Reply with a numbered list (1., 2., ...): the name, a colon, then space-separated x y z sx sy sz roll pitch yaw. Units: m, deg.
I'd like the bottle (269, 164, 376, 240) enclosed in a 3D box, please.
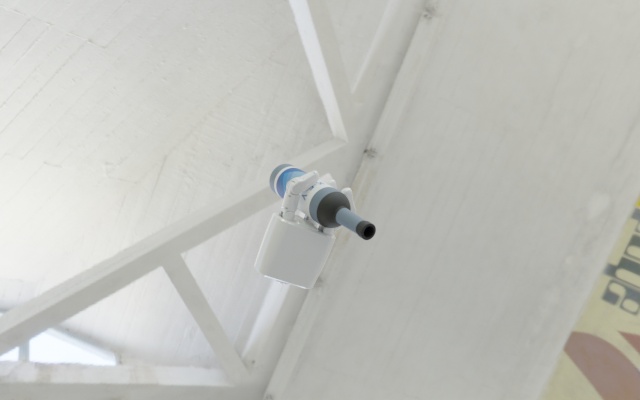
1. bottle: 0.000 0.003 0.840 0.069 0.069 0.295 0 18 -31
